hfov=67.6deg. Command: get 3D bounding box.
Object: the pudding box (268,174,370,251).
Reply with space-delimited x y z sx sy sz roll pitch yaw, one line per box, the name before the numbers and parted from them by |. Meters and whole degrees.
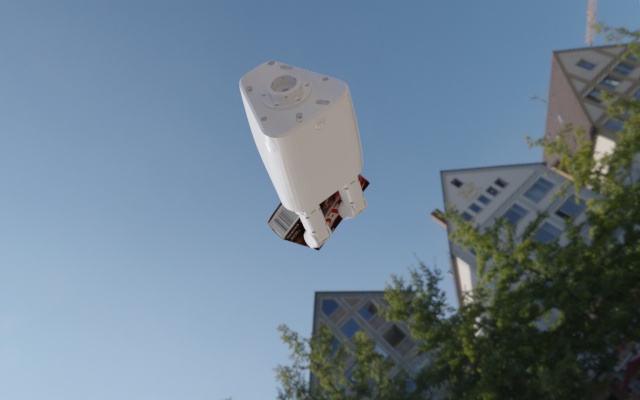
pudding box | 0.000 0.002 0.578 0.039 0.113 0.090 43 8 31
